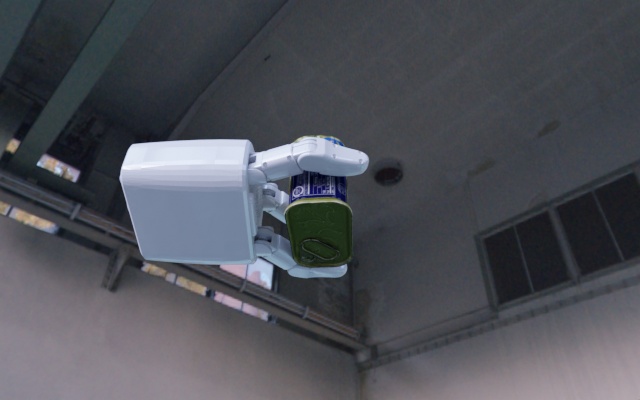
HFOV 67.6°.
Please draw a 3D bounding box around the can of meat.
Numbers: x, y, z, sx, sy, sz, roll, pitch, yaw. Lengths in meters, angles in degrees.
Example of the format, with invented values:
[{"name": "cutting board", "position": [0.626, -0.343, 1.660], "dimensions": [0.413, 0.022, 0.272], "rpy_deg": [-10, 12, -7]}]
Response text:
[{"name": "can of meat", "position": [0.000, 0.001, 0.451], "dimensions": [0.057, 0.083, 0.102], "rpy_deg": [-2, -39, 3]}]
